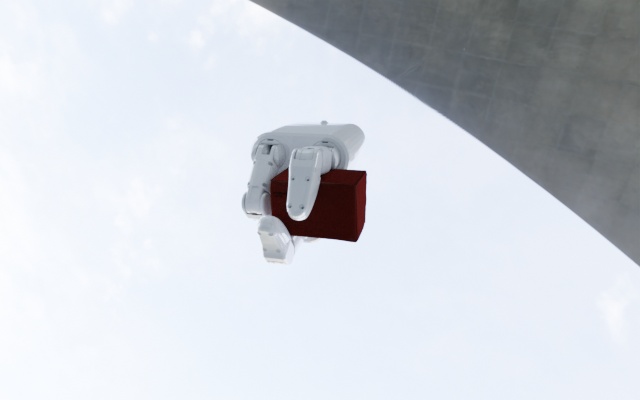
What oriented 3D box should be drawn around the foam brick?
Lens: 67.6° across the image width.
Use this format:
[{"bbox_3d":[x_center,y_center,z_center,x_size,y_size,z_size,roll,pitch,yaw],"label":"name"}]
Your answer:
[{"bbox_3d":[0.000,0.002,0.425,0.078,0.053,0.051,5,18,16],"label":"foam brick"}]
